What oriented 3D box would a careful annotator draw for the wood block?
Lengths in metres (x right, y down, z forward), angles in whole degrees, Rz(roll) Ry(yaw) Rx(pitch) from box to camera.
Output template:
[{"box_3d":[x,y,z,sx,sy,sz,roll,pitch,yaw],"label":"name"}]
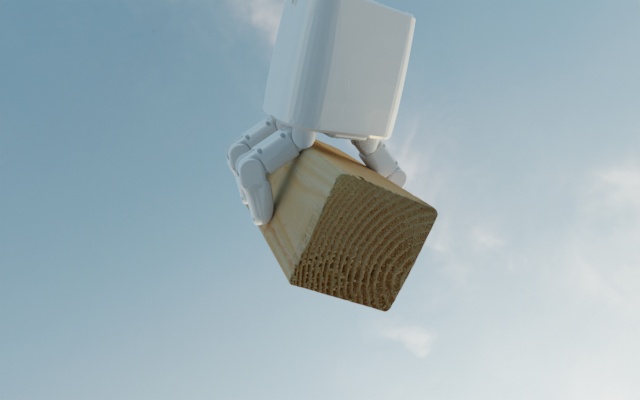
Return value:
[{"box_3d":[0.000,0.001,0.432,0.091,0.090,0.206,20,11,-24],"label":"wood block"}]
